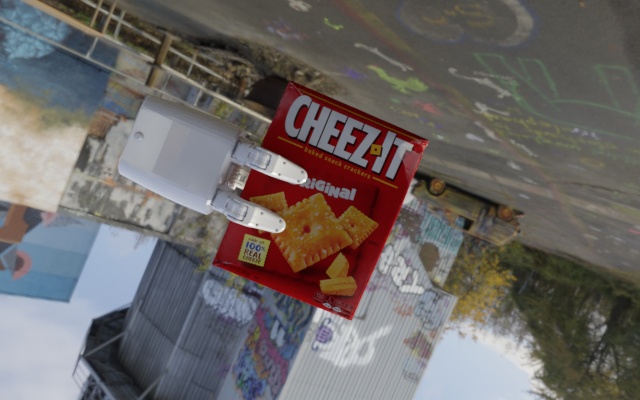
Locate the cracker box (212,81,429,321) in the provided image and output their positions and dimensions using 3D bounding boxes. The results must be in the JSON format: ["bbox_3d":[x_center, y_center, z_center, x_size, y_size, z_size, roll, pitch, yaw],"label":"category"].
[{"bbox_3d":[0.000,0.002,0.528,0.164,0.213,0.072,23,1,-1],"label":"cracker box"}]
